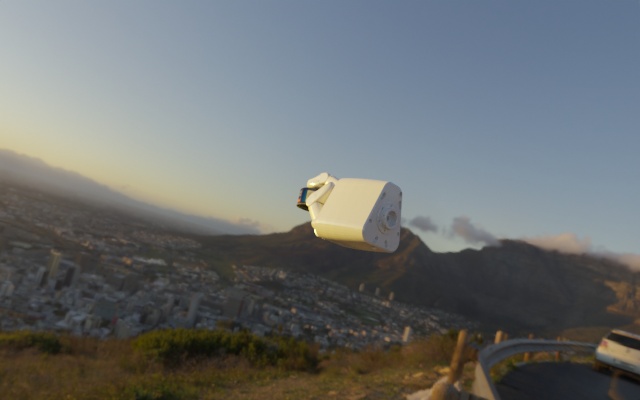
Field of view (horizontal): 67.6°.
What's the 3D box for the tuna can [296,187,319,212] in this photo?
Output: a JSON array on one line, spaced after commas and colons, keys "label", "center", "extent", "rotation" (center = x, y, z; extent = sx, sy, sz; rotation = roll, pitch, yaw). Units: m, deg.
[{"label": "tuna can", "center": [0.000, 0.002, 0.893], "extent": [0.086, 0.033, 0.086], "rotation": [12, -10, 2]}]
